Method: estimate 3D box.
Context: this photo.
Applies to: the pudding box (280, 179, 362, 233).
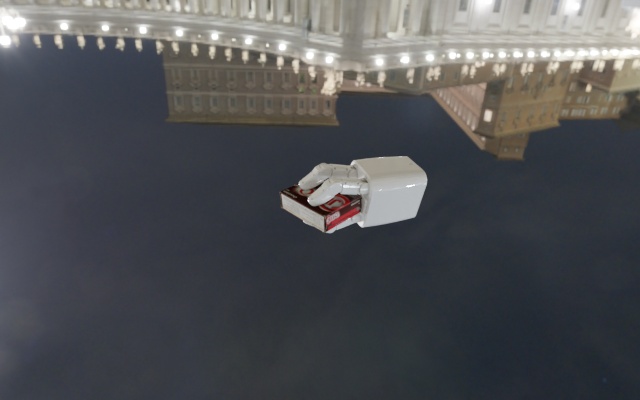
[{"bbox_3d":[0.000,0.003,0.816,0.113,0.039,0.090,25,39,39],"label":"pudding box"}]
